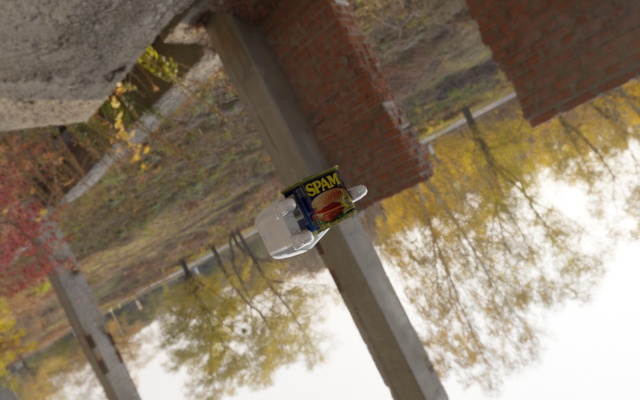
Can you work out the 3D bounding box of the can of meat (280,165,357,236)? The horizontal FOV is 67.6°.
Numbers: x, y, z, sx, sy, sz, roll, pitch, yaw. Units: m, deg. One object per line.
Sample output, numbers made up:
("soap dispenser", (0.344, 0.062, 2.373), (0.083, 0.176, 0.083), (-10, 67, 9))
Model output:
("can of meat", (0.000, 0.003, 0.748), (0.102, 0.084, 0.057), (-25, -2, -39))
